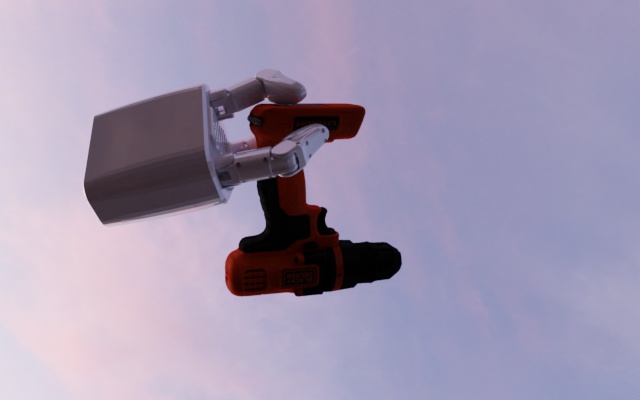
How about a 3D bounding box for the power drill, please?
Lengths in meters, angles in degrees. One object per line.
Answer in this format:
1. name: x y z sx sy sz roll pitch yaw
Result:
1. power drill: 0.000 0.001 0.463 0.184 0.188 0.057 -3 14 -20
